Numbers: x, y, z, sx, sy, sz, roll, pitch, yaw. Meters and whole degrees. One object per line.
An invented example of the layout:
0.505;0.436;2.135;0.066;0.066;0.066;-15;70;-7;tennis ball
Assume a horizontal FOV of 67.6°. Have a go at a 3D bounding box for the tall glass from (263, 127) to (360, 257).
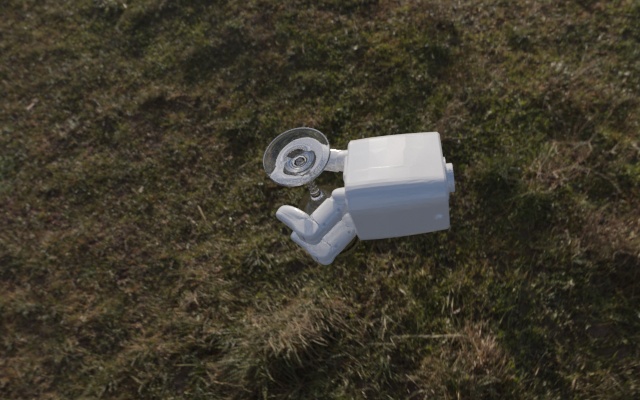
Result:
0.000;0.002;0.583;0.079;0.079;0.201;0;-30;17;tall glass
